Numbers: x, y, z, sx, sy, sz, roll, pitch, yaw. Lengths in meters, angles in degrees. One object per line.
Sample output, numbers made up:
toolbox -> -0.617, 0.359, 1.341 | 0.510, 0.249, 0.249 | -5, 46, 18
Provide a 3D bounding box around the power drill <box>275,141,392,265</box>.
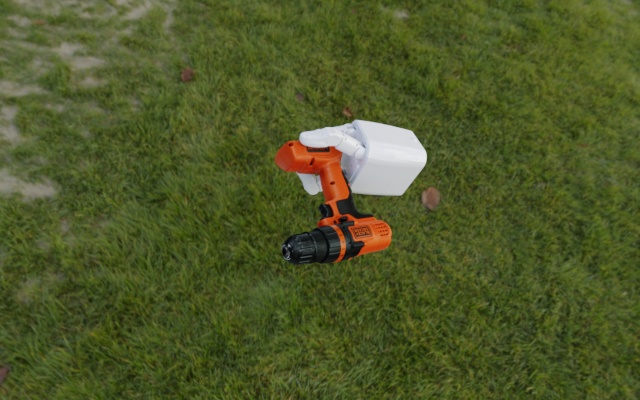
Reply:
power drill -> 0.000, 0.002, 0.696 | 0.184, 0.187, 0.057 | -5, -27, -39
